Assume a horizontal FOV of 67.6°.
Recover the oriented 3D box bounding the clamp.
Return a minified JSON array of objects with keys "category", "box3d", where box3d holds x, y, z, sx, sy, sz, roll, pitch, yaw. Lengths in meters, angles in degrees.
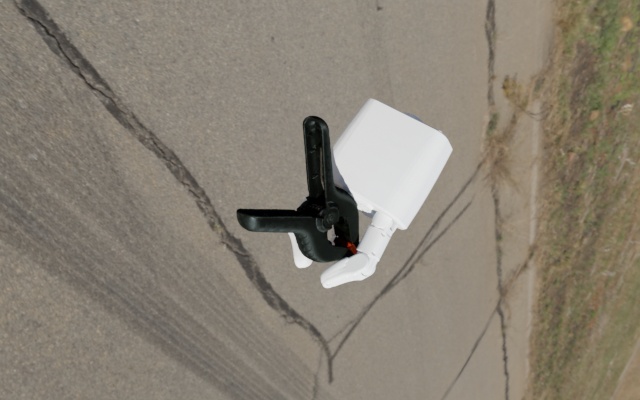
[{"category":"clamp","box3d":[0.001,0.002,0.469,0.039,0.120,0.171,30,-6,37]}]
